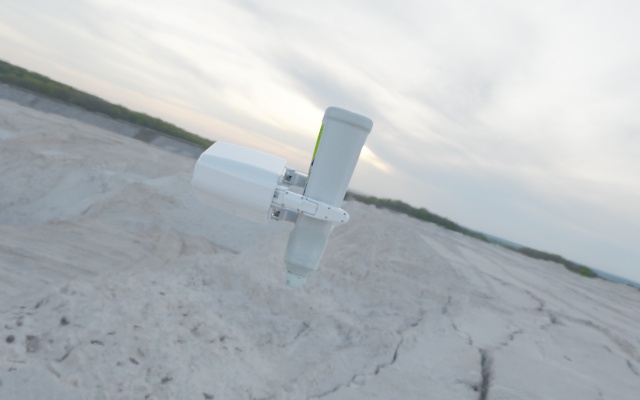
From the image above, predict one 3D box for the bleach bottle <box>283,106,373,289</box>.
[{"bbox_3d":[0.000,0.002,0.665,0.068,0.251,0.102,18,2,-3],"label":"bleach bottle"}]
